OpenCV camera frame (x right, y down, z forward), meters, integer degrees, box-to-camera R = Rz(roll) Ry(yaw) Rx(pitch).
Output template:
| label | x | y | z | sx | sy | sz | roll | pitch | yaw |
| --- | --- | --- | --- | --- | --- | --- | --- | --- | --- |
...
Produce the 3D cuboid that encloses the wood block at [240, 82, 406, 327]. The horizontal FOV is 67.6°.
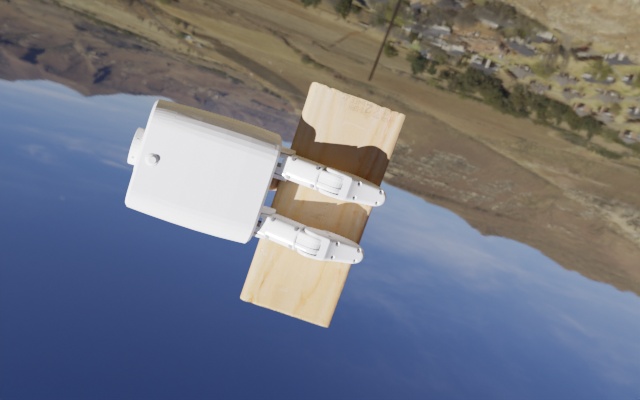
| label | x | y | z | sx | sy | sz | roll | pitch | yaw |
| --- | --- | --- | --- | --- | --- | --- | --- | --- | --- |
| wood block | 0.000 | 0.001 | 0.469 | 0.090 | 0.206 | 0.091 | 19 | 7 | -4 |
